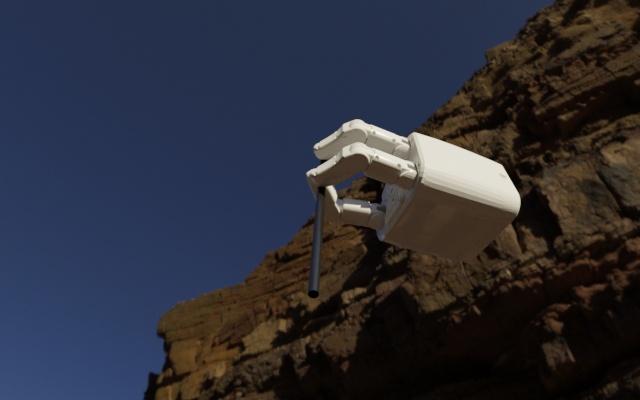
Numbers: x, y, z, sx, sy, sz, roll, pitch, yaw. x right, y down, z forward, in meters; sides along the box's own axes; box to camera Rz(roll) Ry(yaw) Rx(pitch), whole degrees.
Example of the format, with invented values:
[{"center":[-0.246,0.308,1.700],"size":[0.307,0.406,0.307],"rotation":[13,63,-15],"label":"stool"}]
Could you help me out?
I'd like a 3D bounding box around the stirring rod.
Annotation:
[{"center":[0.000,0.002,0.437],"size":[0.011,0.011,0.239],"rotation":[0,33,3],"label":"stirring rod"}]
